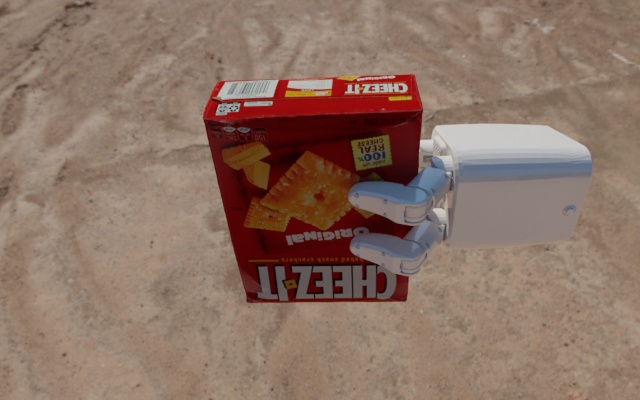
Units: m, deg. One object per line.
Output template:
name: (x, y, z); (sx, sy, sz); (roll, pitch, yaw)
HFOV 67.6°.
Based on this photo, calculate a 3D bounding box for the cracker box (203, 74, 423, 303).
cracker box: (0.000, 0.001, 0.428); (0.164, 0.214, 0.072); (-1, 38, 4)
